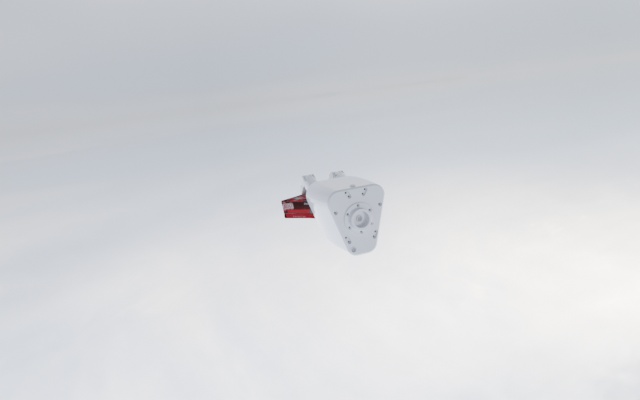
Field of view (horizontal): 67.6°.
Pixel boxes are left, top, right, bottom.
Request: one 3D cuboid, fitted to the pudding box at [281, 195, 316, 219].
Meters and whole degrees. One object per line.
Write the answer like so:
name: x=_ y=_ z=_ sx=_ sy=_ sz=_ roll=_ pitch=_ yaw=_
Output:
pudding box: x=0.000 y=0.003 z=0.865 sx=0.090 sy=0.039 sz=0.113 roll=0 pitch=12 yaw=45
